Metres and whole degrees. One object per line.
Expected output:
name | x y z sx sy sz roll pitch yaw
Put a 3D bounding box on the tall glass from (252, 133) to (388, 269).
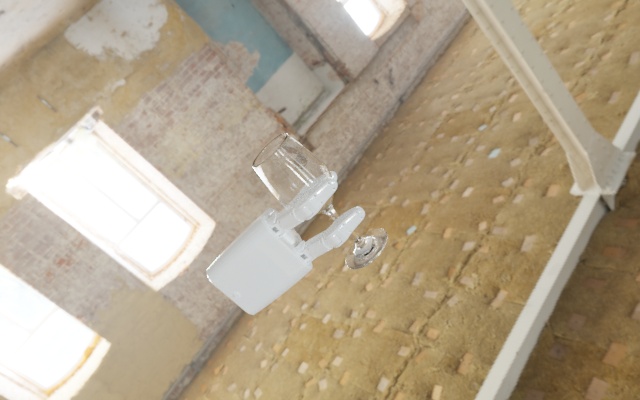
tall glass | 0.001 0.002 0.641 0.201 0.079 0.079 46 -20 -21
